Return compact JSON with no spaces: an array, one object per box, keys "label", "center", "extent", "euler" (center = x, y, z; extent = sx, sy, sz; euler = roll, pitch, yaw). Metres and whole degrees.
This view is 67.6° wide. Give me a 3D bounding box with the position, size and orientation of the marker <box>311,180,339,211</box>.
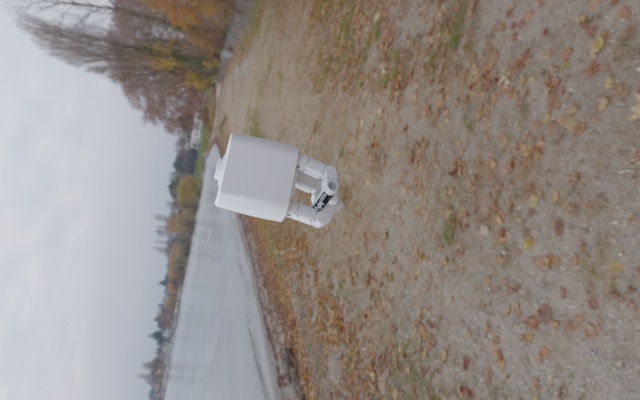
[{"label":"marker","center":[0.000,0.002,0.726],"extent":[0.020,0.020,0.121],"euler":[0,-23,-19]}]
